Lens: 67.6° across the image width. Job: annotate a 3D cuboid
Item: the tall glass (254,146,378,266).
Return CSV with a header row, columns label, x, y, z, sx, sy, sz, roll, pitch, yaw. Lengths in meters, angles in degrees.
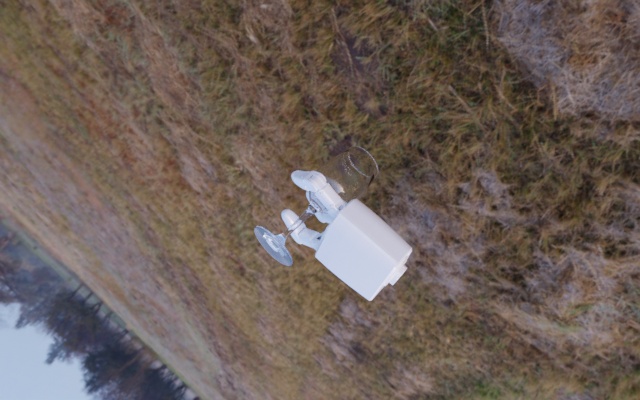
label,x,y,z,sx,sy,sz,roll,pitch,yaw
tall glass,0.000,0.003,0.704,0.201,0.079,0.079,-44,21,-24
